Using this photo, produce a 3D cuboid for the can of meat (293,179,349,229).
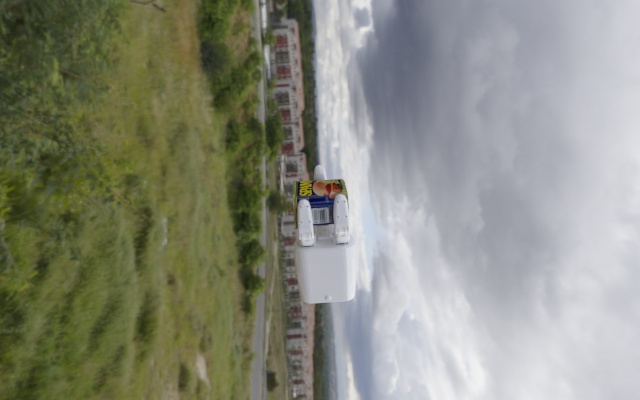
[{"bbox_3d":[0.000,0.002,0.761,0.084,0.057,0.102,-4,21,0],"label":"can of meat"}]
